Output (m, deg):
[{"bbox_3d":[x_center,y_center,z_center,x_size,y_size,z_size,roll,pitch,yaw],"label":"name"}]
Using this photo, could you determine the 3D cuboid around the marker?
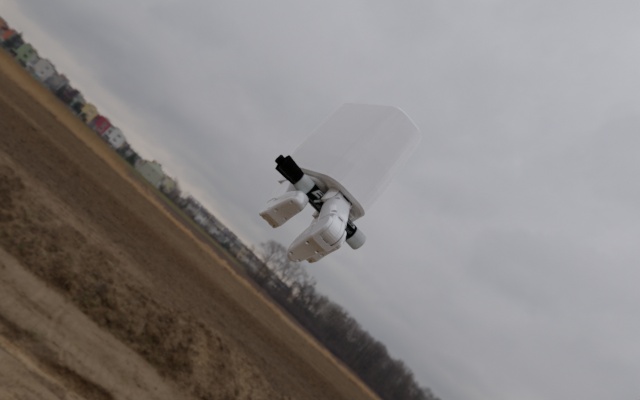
[{"bbox_3d":[0.000,0.002,0.464,0.121,0.020,0.020,46,-18,-18],"label":"marker"}]
